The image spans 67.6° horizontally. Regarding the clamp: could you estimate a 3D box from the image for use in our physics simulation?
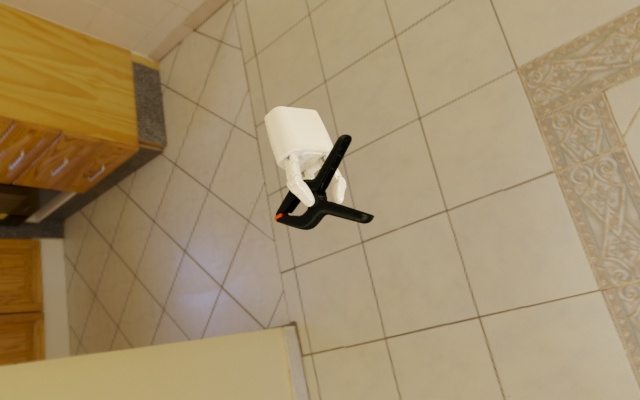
[{"bbox_3d":[-0.001,0.003,0.853,0.210,0.164,0.036,-35,-29,31],"label":"clamp"}]
